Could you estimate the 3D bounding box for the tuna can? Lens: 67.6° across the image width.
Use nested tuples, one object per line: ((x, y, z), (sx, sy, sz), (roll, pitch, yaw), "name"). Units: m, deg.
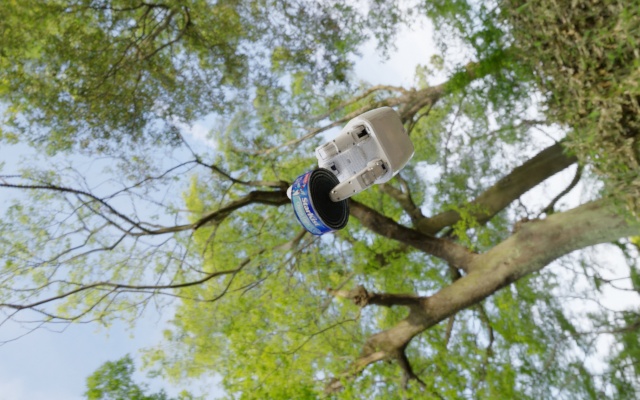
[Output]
((0.000, 0.002, 0.626), (0.034, 0.086, 0.086), (-22, -12, 33), "tuna can")
